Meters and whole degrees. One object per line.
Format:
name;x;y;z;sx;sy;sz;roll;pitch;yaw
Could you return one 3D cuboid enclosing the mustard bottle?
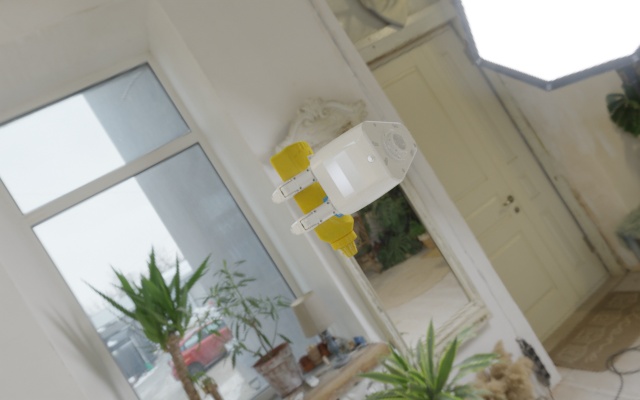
mustard bottle;0.000;0.002;0.736;0.058;0.191;0.096;-32;0;17
